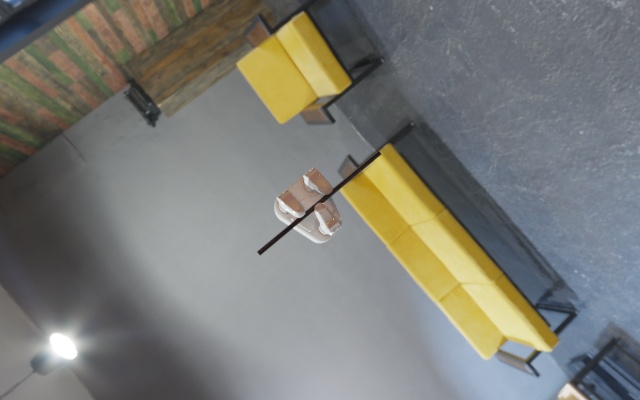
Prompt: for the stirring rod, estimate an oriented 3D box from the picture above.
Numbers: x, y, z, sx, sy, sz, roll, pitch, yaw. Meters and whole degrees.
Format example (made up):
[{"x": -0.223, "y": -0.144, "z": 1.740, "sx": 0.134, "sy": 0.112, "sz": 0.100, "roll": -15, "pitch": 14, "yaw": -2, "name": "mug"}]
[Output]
[{"x": 0.000, "y": 0.002, "z": 0.720, "sx": 0.239, "sy": 0.011, "sz": 0.011, "roll": -40, "pitch": 7, "yaw": -9, "name": "stirring rod"}]
